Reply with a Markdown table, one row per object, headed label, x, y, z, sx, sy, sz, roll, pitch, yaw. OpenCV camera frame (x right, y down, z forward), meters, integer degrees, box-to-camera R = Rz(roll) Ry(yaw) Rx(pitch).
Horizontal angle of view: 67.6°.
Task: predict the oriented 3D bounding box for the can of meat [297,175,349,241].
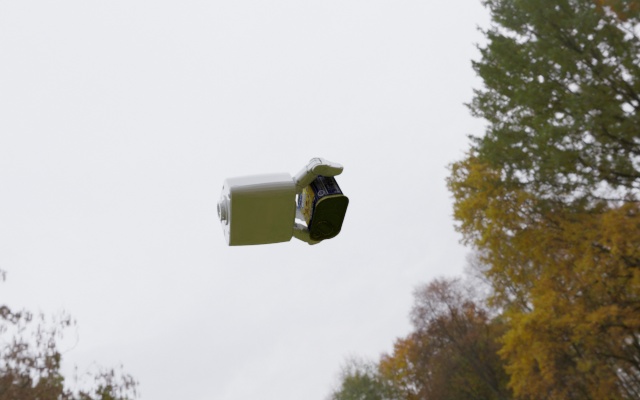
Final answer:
| label | x | y | z | sx | sy | sz | roll | pitch | yaw |
| --- | --- | --- | --- | --- | --- | --- | --- | --- | --- |
| can of meat | 0.000 | 0.002 | 0.799 | 0.057 | 0.102 | 0.084 | -7 | 46 | -21 |
